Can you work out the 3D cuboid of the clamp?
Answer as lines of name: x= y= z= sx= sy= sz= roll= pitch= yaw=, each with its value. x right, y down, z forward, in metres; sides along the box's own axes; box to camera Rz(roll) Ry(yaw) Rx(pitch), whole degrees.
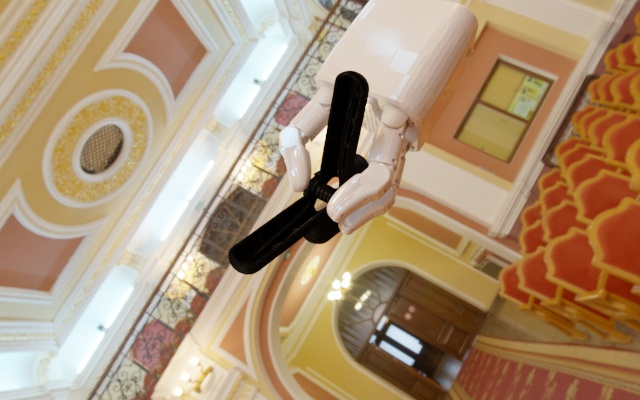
clamp: x=0.000 y=0.001 z=0.421 sx=0.036 sy=0.164 sz=0.210 roll=33 pitch=-7 yaw=17
